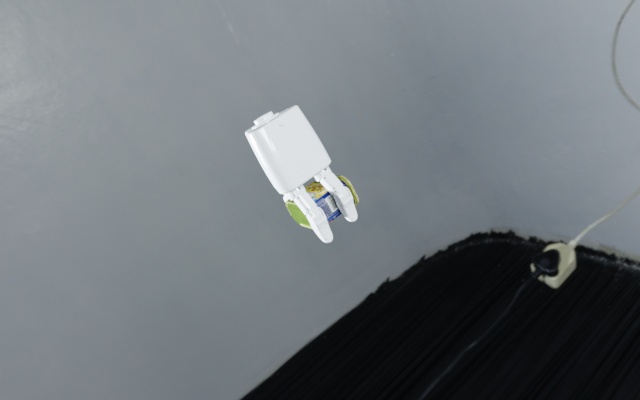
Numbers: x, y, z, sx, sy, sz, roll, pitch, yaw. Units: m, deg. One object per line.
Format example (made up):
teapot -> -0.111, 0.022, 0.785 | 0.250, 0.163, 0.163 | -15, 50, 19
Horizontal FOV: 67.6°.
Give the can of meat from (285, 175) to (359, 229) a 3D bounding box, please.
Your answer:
can of meat -> 0.000, 0.003, 0.803 | 0.084, 0.057, 0.102 | -36, 21, -22
